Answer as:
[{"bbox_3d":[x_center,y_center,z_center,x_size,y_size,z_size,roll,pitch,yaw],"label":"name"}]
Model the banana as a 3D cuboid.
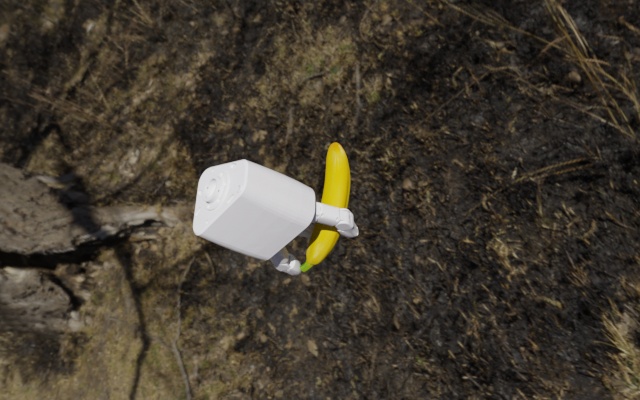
[{"bbox_3d":[0.011,0.006,0.679,0.037,0.197,0.069,23,-13,-37],"label":"banana"}]
